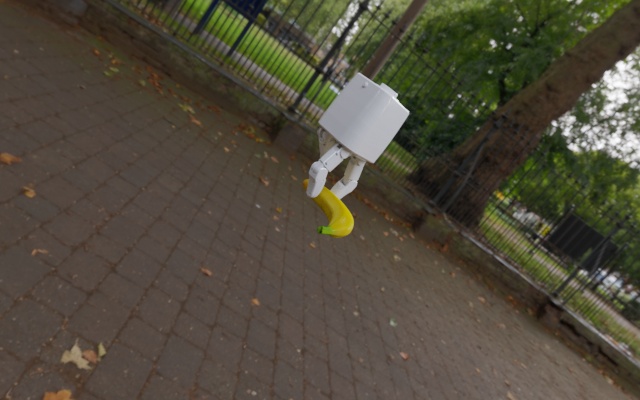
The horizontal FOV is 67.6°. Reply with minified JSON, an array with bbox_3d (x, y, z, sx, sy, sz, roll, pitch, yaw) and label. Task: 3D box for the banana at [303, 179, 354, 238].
[{"bbox_3d":[0.015,0.013,0.779,0.070,0.037,0.197,33,13,-21],"label":"banana"}]
